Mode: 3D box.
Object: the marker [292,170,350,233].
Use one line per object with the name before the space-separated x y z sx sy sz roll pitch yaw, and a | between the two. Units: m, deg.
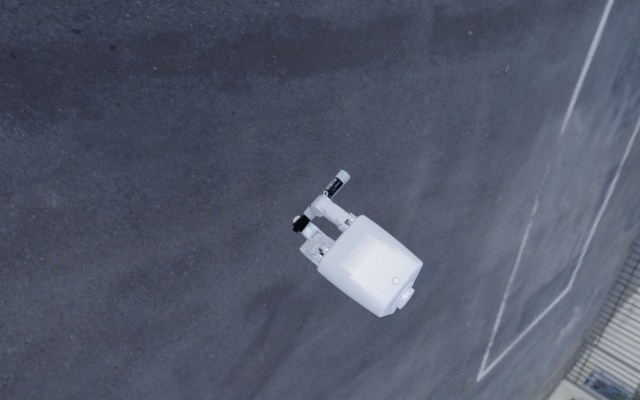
marker | 0.000 0.002 0.734 0.020 0.121 0.020 39 -13 11
